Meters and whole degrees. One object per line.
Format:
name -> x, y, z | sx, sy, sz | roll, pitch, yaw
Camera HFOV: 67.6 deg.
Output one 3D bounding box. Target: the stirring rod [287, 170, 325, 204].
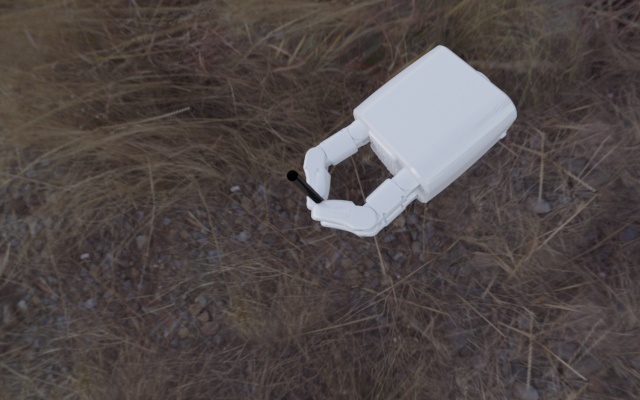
stirring rod -> 0.000, 0.001, 0.444 | 0.011, 0.011, 0.239 | 0, -9, 9
